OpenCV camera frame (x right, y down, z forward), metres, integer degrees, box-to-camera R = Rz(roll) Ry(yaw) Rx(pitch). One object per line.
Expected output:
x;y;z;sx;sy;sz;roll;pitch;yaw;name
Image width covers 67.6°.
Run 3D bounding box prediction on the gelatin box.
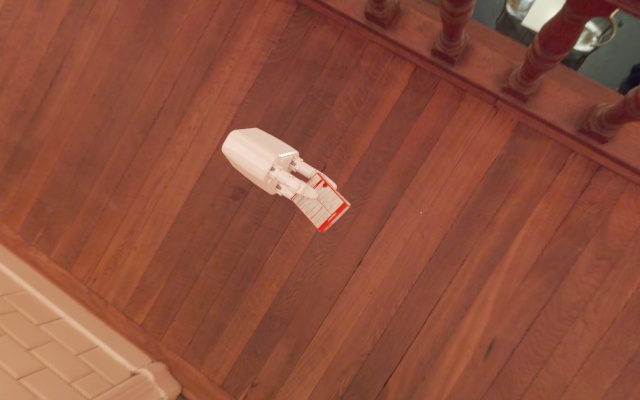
0.000;0.003;0.886;0.089;0.073;0.030;47;10;17;gelatin box
